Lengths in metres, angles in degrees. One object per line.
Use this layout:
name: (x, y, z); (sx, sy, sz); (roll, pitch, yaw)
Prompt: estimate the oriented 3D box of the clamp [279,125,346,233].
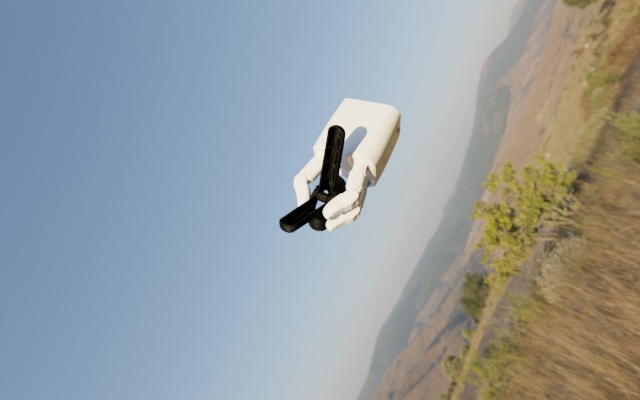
clamp: (0.000, 0.002, 0.725); (0.036, 0.164, 0.210); (25, -18, 17)
